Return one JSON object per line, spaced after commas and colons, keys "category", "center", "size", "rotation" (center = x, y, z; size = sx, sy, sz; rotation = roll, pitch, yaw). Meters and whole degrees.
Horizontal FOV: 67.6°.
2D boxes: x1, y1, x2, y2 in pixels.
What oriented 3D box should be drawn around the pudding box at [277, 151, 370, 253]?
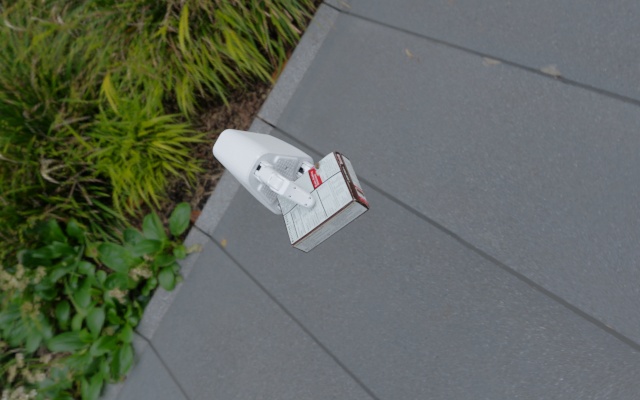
{"category": "pudding box", "center": [0.000, 0.002, 0.633], "size": [0.113, 0.090, 0.039], "rotation": [-38, -38, 24]}
